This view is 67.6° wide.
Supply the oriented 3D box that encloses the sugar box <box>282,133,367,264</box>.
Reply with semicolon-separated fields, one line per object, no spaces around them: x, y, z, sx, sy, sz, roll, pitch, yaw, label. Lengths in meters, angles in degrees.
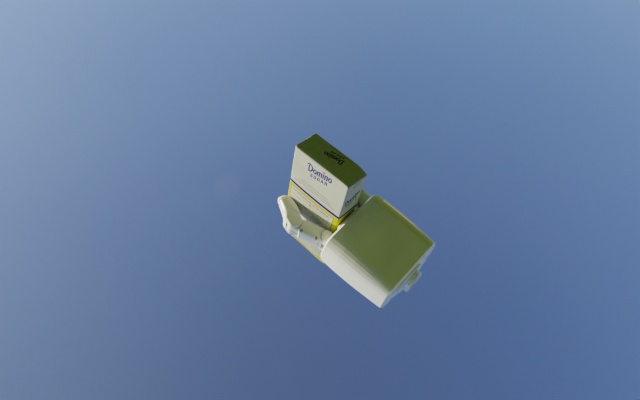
0.001;0.002;0.660;0.093;0.176;0.048;40;52;19;sugar box
